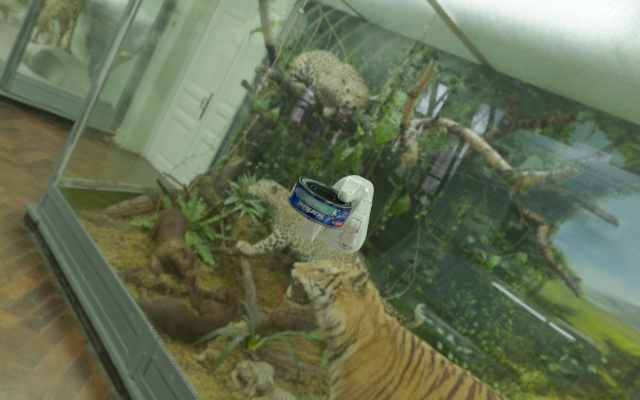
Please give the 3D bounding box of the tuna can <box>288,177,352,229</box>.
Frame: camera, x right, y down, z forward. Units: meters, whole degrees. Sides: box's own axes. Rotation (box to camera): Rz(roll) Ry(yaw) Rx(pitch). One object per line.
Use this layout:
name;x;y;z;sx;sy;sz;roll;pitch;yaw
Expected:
tuna can;0.000;0.002;0.656;0.086;0.034;0.086;26;15;-8
